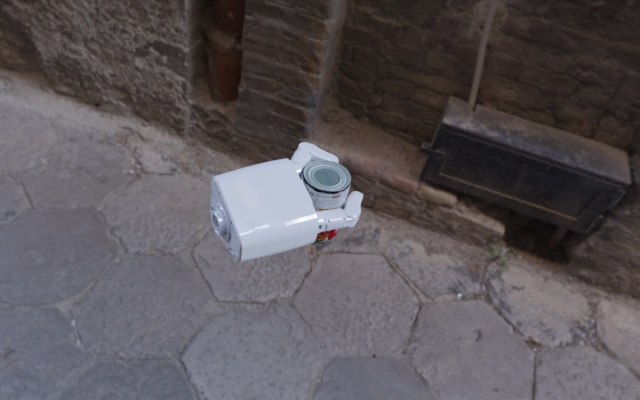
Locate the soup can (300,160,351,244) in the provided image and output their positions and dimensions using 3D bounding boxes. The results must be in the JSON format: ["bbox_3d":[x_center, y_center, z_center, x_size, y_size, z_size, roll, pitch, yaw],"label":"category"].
[{"bbox_3d":[0.001,0.002,0.666,0.068,0.102,0.068,7,43,-7],"label":"soup can"}]
